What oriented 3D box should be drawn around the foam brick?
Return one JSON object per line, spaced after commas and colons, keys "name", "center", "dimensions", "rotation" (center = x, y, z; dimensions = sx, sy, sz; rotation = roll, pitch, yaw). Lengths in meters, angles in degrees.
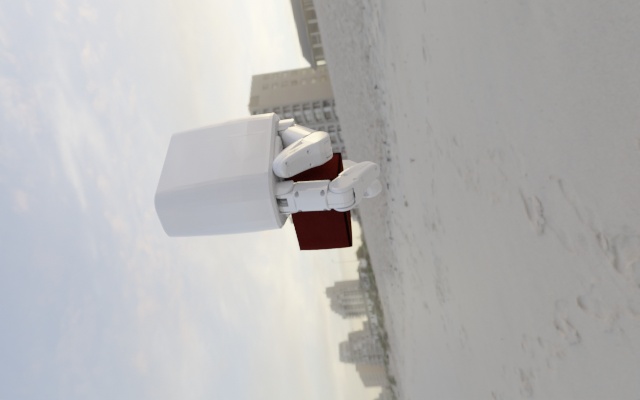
{"name": "foam brick", "center": [0.000, 0.002, 0.454], "dimensions": [0.051, 0.078, 0.053], "rotation": [-7, 32, 6]}
